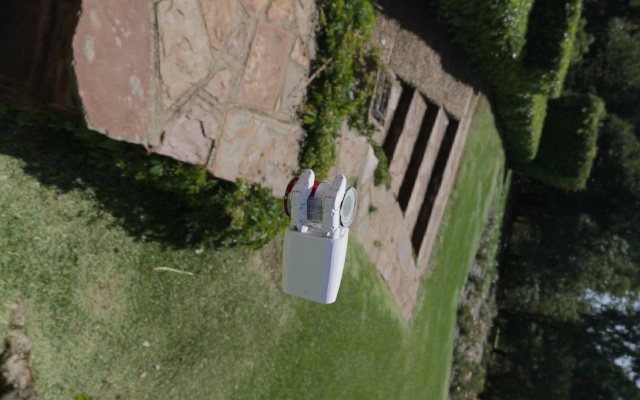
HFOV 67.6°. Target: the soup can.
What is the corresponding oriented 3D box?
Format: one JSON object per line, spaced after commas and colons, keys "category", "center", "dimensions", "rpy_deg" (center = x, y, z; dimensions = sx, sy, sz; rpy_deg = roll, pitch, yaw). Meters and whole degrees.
{"category": "soup can", "center": [0.000, 0.002, 0.778], "dimensions": [0.102, 0.068, 0.068], "rpy_deg": [10, 4, 24]}
